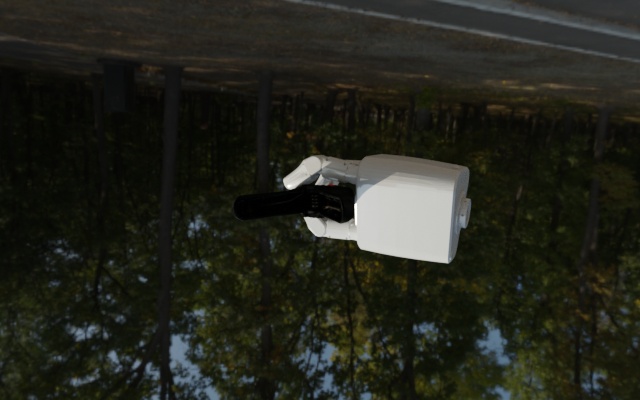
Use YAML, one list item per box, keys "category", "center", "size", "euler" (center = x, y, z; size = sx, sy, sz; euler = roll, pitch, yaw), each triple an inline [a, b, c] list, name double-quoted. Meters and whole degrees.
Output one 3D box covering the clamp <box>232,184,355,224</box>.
- category: "clamp"
  center: [0.000, 0.002, 0.510]
  size: [0.120, 0.039, 0.171]
  euler: [8, 11, 24]
